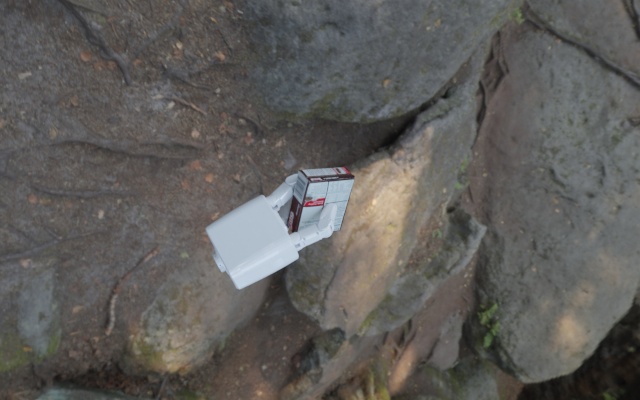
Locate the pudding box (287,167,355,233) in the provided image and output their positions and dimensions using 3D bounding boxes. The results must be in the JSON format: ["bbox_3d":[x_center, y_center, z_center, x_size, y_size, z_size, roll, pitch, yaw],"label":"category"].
[{"bbox_3d":[0.000,0.003,0.785,0.090,0.114,0.039,-7,39,-30],"label":"pudding box"}]
